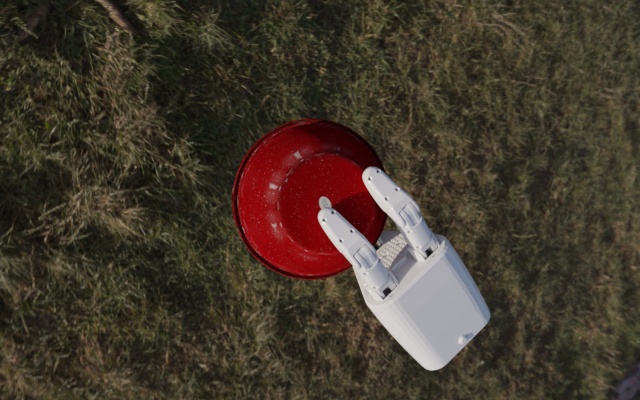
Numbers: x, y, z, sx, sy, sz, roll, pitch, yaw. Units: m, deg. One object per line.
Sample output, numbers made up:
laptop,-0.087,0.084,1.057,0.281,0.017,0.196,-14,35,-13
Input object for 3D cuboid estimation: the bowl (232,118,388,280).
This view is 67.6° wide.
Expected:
bowl,-0.001,0.001,0.451,0.162,0.162,0.055,0,4,-15
